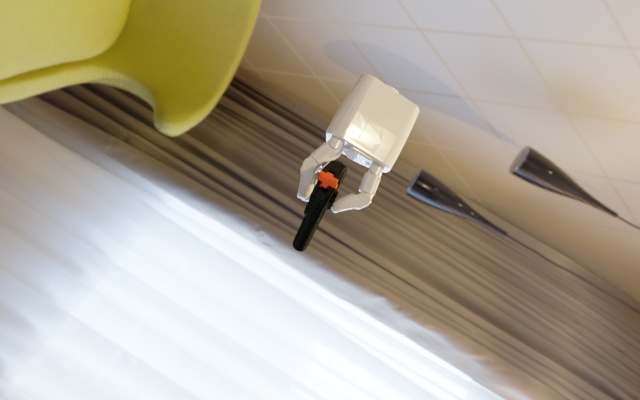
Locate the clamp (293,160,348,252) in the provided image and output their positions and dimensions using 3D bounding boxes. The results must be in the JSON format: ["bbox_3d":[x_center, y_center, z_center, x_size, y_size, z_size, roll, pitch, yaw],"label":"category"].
[{"bbox_3d":[0.001,0.002,0.714,0.036,0.164,0.210,27,-5,3],"label":"clamp"}]
